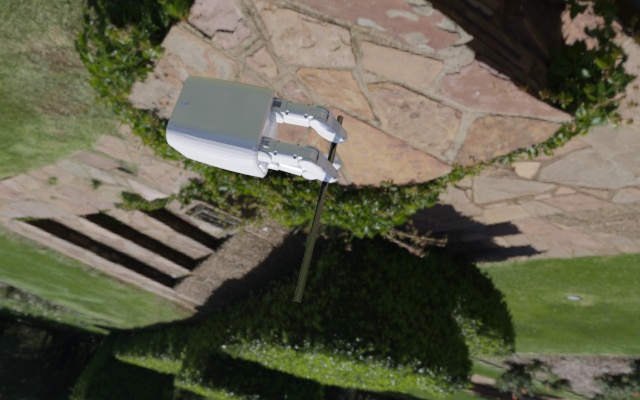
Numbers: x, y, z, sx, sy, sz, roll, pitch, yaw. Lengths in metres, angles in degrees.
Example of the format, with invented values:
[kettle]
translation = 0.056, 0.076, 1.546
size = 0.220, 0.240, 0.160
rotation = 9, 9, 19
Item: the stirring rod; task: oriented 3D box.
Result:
[stirring rod]
translation = 0.000, 0.002, 0.558
size = 0.011, 0.239, 0.011
rotation = 11, -23, 5
